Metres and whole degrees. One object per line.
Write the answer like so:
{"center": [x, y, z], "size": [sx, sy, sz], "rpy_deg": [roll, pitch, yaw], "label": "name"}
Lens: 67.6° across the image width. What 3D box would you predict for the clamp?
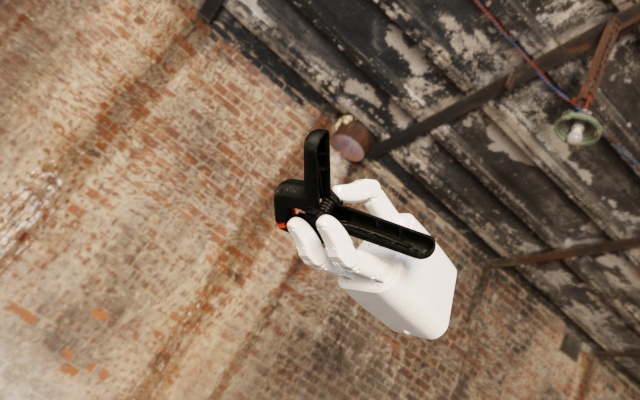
{"center": [0.000, 0.001, 0.505], "size": [0.165, 0.036, 0.210], "rpy_deg": [48, -28, -23], "label": "clamp"}
